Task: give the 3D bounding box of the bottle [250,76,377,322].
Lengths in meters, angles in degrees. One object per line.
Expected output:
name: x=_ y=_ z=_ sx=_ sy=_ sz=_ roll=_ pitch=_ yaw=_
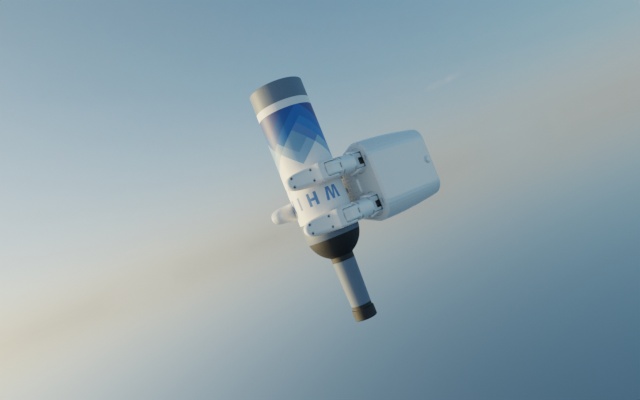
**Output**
bottle: x=0.000 y=0.002 z=0.571 sx=0.069 sy=0.295 sz=0.069 roll=-22 pitch=-2 yaw=-1
